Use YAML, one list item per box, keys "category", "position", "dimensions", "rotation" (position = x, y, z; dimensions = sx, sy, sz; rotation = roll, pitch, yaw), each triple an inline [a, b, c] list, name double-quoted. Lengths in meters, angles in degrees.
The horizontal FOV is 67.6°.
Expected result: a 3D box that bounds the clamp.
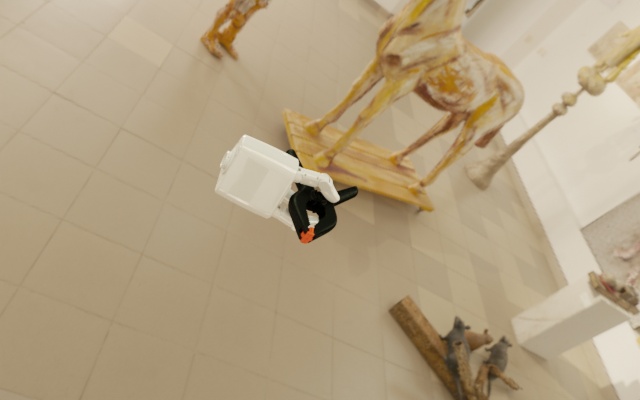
- category: "clamp"
  position: [0.000, 0.003, 0.872]
  dimensions: [0.164, 0.209, 0.036]
  rotation: [24, -52, -18]
